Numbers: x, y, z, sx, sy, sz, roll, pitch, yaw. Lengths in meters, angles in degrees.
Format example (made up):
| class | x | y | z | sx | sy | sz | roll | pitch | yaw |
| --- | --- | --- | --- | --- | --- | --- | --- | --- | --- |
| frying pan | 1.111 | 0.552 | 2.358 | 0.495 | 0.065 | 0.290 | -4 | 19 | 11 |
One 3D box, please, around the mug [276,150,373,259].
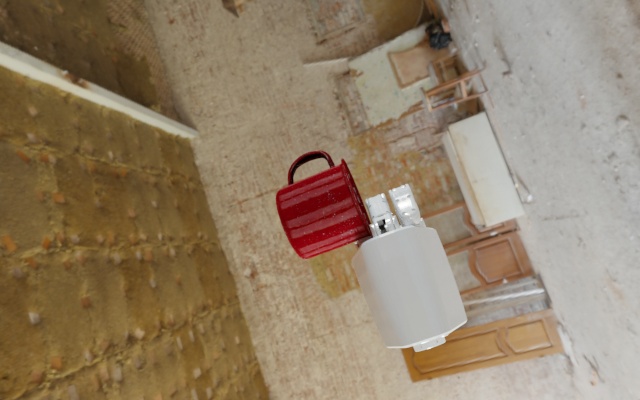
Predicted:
| class | x | y | z | sx | sy | sz | roll | pitch | yaw |
| --- | --- | --- | --- | --- | --- | --- | --- | --- | --- |
| mug | -0.001 | 0.000 | 0.515 | 0.081 | 0.117 | 0.093 | -22 | -15 | 7 |
